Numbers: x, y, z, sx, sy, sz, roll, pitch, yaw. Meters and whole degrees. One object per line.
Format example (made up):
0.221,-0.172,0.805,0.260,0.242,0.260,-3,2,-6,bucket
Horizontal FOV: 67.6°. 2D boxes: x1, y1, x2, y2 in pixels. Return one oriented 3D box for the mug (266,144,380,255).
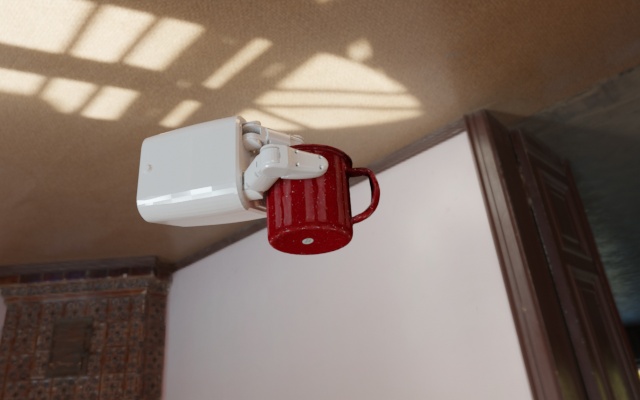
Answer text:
0.002,0.002,0.461,0.117,0.081,0.093,-9,-25,12,mug
